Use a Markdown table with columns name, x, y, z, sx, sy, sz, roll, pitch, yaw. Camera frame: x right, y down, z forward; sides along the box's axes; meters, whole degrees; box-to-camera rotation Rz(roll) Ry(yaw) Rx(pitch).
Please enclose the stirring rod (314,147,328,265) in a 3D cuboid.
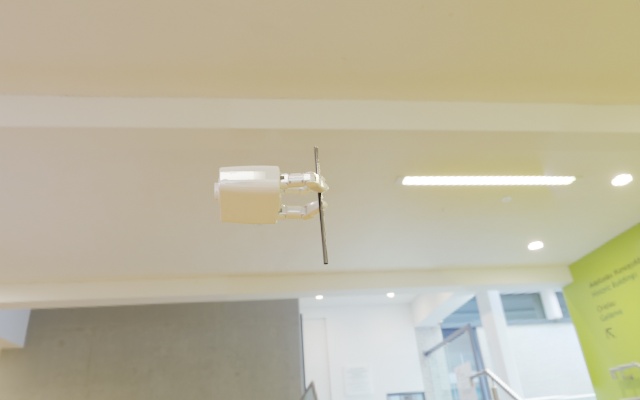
| name | x | y | z | sx | sy | sz | roll | pitch | yaw |
| --- | --- | --- | --- | --- | --- | --- | --- | --- | --- |
| stirring rod | 0.000 | 0.003 | 0.880 | 0.011 | 0.239 | 0.011 | -4 | -27 | -2 |
